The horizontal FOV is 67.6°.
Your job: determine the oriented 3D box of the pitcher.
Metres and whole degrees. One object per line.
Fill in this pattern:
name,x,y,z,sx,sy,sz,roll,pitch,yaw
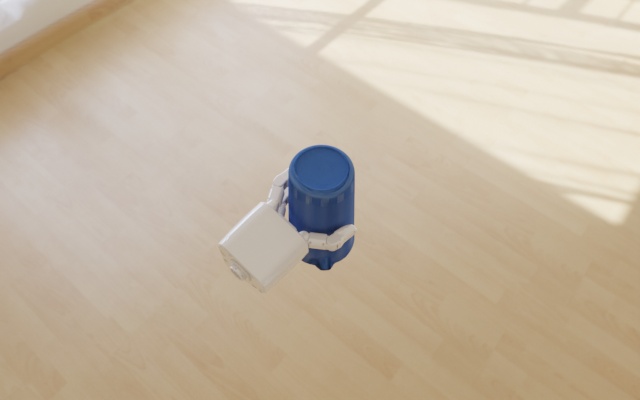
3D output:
pitcher,0.000,0.003,0.869,0.149,0.145,0.243,37,-25,20
